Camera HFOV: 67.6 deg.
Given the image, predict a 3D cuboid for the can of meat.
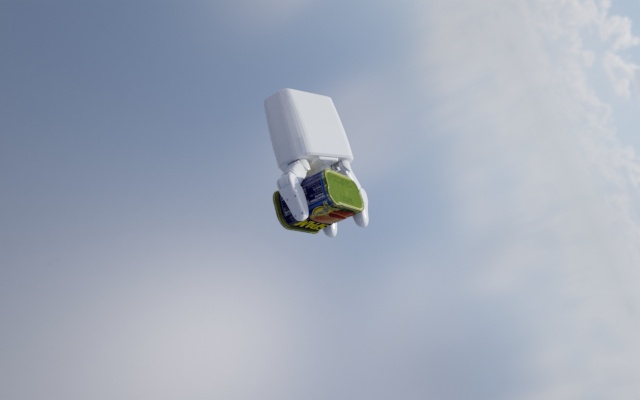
[{"bbox_3d":[0.000,0.002,0.650,0.084,0.057,0.102,-25,-21,26],"label":"can of meat"}]
